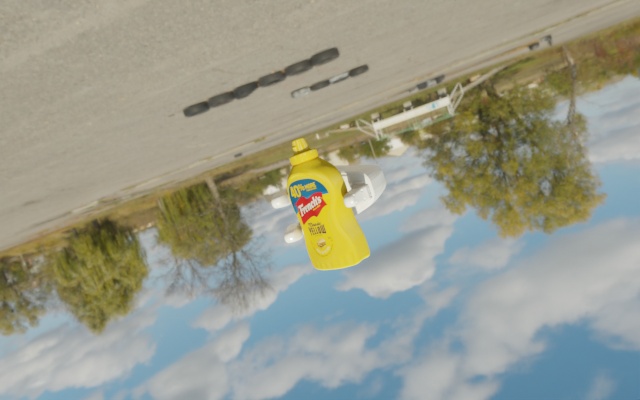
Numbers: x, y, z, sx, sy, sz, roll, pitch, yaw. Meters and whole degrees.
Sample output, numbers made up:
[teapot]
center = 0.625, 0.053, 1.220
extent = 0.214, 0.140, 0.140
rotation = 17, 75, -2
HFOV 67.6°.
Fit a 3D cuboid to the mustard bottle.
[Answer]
[mustard bottle]
center = 0.000, 0.003, 0.688
extent = 0.058, 0.191, 0.096
rotation = -25, 8, -43
